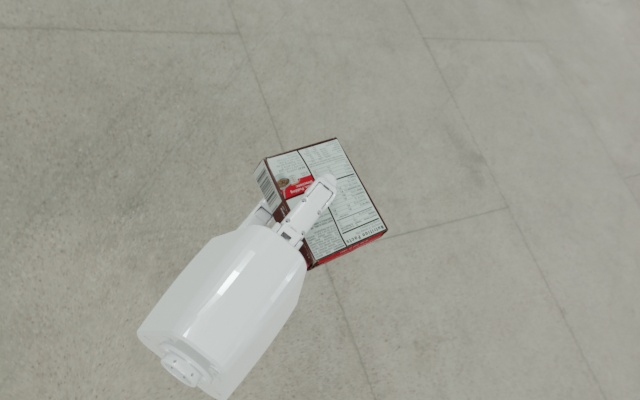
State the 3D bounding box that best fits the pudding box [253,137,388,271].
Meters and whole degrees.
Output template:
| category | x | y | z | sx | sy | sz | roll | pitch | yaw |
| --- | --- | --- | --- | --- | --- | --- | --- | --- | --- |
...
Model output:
| category | x | y | z | sx | sy | sz | roll | pitch | yaw |
| --- | --- | --- | --- | --- | --- | --- | --- | --- | --- |
| pudding box | 0.000 | 0.001 | 0.464 | 0.090 | 0.113 | 0.039 | -20 | -13 | -31 |
